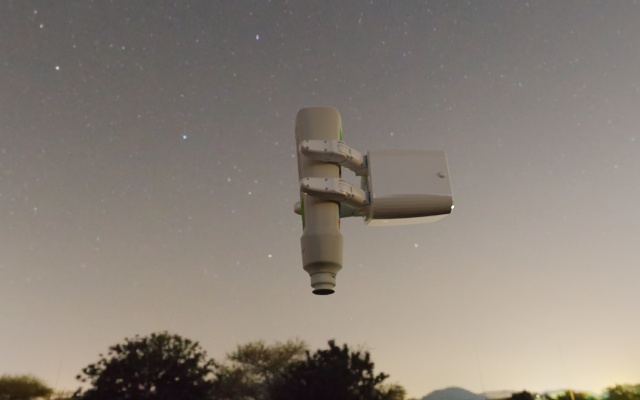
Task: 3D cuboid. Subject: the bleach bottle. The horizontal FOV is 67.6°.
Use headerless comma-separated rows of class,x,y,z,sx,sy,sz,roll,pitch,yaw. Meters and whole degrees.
bleach bottle,0.000,0.002,0.636,0.068,0.250,0.103,-2,-26,-1
